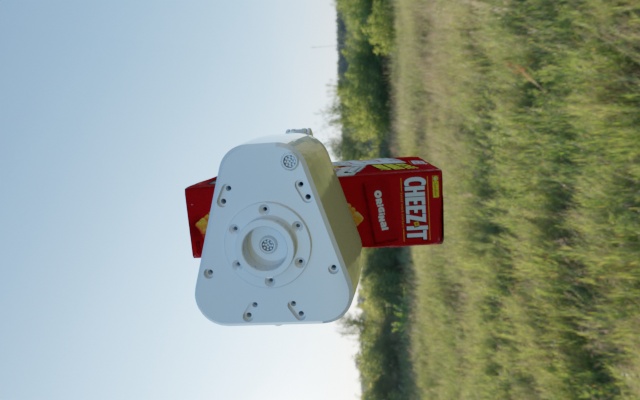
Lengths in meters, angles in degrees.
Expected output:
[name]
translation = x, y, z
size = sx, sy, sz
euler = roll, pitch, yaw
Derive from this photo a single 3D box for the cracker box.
[cracker box]
translation = 0.000, 0.001, 0.470
size = 0.214, 0.072, 0.164
euler = -3, 9, 6
